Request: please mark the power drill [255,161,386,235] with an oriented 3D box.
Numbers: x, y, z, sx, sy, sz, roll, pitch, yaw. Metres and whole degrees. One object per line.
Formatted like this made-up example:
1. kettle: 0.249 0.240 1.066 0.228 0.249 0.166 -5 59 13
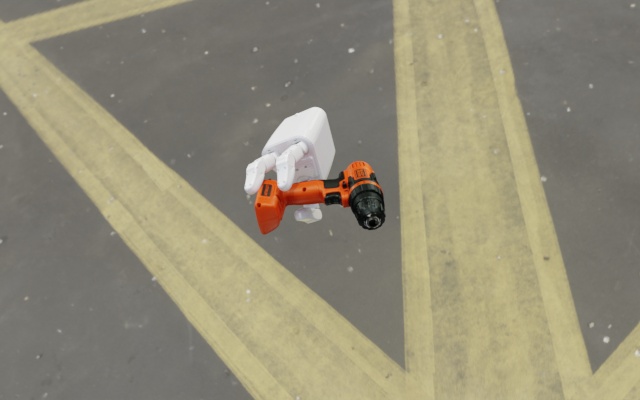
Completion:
1. power drill: 0.000 0.002 0.716 0.187 0.057 0.184 -8 23 2
